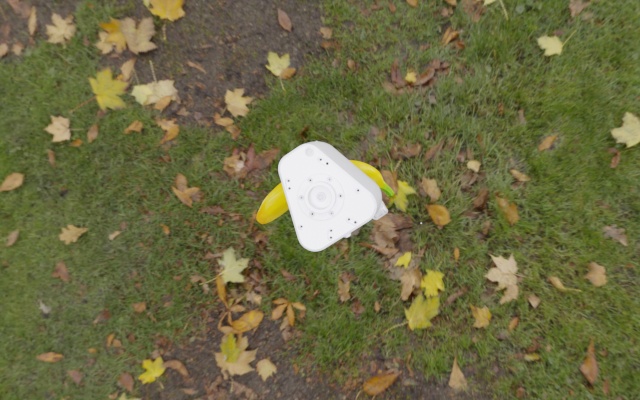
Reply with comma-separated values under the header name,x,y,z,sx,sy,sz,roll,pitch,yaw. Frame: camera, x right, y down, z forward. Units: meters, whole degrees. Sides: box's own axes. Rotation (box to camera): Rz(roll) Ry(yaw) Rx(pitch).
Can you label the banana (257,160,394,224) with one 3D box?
name,x,y,z,sx,sy,sz,roll,pitch,yaw
banana,-0.001,-0.016,0.659,0.198,0.070,0.037,-11,14,7
